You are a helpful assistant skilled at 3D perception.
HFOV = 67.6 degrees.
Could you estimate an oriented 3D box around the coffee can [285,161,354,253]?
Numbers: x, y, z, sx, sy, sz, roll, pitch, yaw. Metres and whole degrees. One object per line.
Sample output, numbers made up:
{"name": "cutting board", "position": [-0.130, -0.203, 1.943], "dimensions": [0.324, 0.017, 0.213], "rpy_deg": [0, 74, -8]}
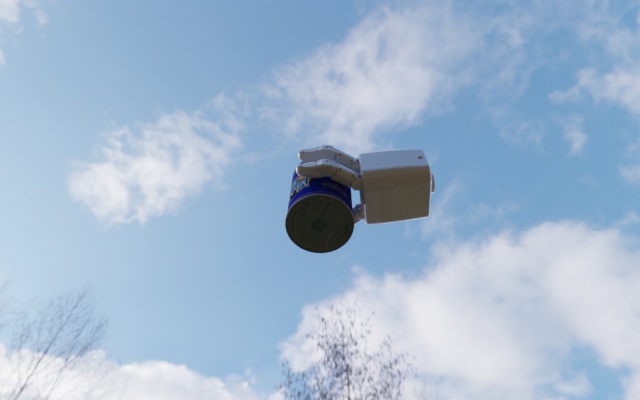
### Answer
{"name": "coffee can", "position": [0.000, 0.003, 0.764], "dimensions": [0.103, 0.103, 0.140], "rpy_deg": [0, 30, 1]}
